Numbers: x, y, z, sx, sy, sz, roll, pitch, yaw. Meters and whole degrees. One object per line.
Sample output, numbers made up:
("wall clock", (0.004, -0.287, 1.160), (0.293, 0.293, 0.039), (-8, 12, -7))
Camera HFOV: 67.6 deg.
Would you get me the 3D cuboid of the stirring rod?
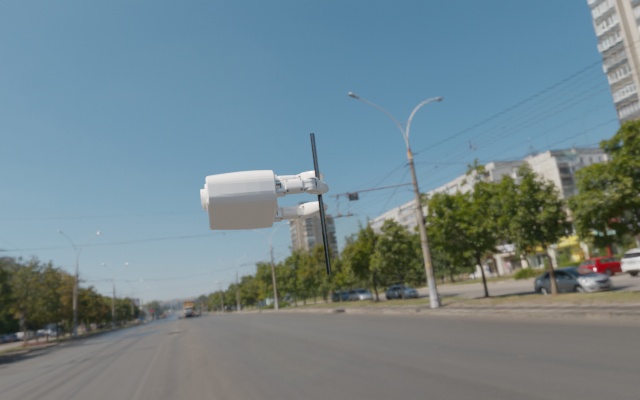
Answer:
("stirring rod", (0.000, 0.003, 0.793), (0.011, 0.239, 0.011), (-7, -12, -1))
